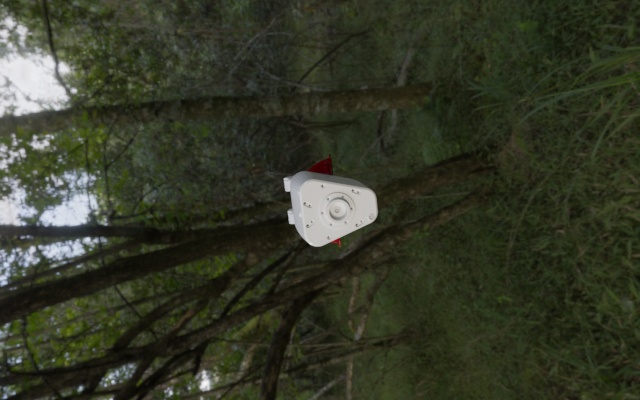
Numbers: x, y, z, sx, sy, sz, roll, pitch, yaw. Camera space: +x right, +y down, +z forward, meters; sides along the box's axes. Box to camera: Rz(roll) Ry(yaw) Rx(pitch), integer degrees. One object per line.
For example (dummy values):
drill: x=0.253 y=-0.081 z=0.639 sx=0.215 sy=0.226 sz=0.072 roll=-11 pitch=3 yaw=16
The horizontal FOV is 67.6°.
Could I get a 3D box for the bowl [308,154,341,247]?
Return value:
bowl: x=0.000 y=0.003 z=0.827 sx=0.055 sy=0.162 sz=0.162 roll=-7 pitch=0 yaw=2
